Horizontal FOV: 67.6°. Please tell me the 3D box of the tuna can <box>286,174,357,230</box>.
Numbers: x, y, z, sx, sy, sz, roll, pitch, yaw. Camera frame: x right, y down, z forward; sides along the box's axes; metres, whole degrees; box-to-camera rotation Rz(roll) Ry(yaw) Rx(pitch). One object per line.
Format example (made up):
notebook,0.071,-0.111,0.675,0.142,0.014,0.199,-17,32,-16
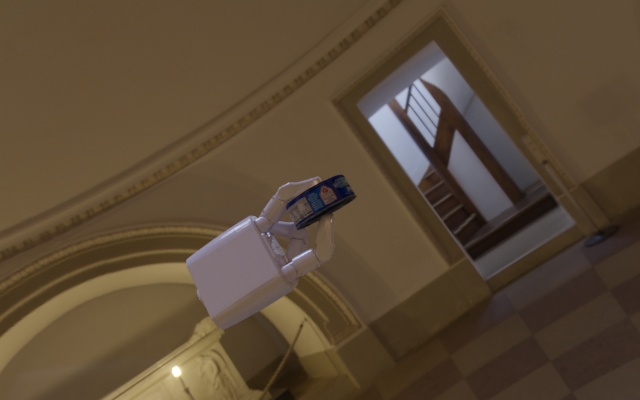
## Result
tuna can,0.000,0.001,0.599,0.086,0.033,0.086,-29,-6,-4
